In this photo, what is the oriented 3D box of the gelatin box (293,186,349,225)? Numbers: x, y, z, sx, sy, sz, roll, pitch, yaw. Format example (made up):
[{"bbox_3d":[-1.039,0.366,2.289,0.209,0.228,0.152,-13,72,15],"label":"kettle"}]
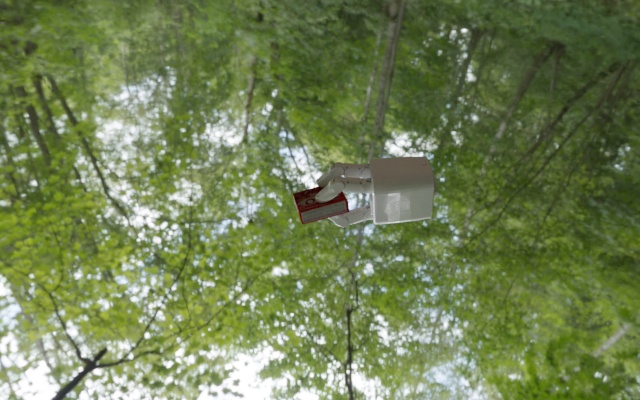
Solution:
[{"bbox_3d":[0.000,0.003,0.859,0.089,0.030,0.073,-16,31,-4],"label":"gelatin box"}]
